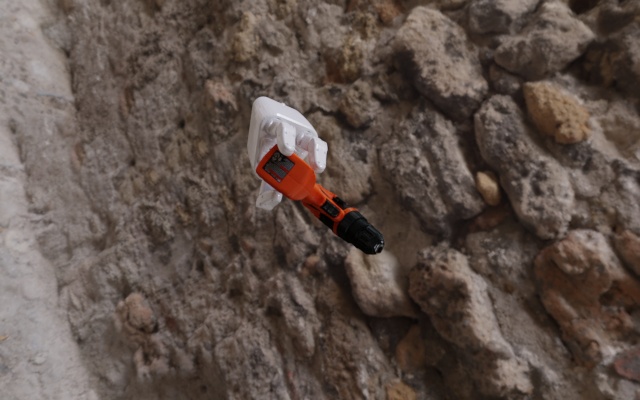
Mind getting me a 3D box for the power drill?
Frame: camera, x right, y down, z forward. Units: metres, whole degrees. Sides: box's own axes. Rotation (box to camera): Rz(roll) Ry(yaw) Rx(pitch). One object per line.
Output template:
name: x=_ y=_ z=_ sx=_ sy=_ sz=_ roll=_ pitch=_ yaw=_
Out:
power drill: x=0.000 y=0.002 z=0.720 sx=0.184 sy=0.057 sz=0.188 roll=36 pitch=-4 yaw=41
